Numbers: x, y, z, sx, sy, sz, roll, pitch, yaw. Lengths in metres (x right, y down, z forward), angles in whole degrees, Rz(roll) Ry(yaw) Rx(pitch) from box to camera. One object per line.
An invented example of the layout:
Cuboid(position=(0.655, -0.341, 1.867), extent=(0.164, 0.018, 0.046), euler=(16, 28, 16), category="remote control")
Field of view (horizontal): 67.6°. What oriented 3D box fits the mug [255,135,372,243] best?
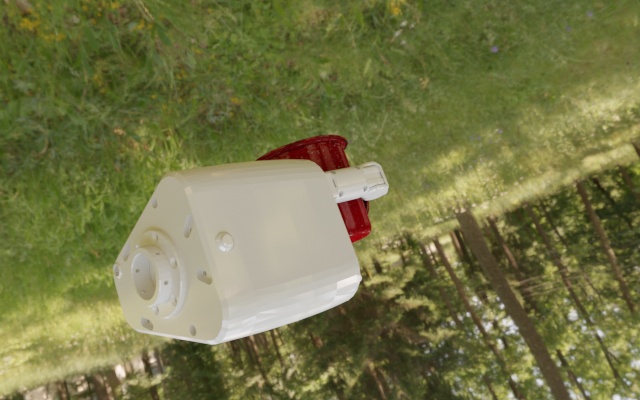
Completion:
Cuboid(position=(0.001, 0.001, 0.408), extent=(0.093, 0.081, 0.117), euler=(-28, -14, 39), category="mug")
